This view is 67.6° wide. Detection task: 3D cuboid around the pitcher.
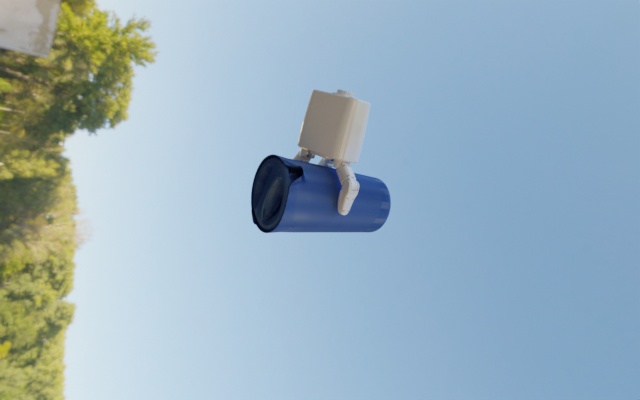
[{"bbox_3d":[0.000,0.003,0.874,0.243,0.145,0.149,7,13,-34],"label":"pitcher"}]
